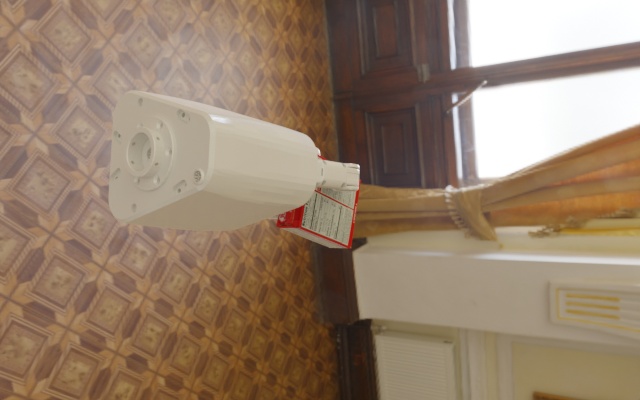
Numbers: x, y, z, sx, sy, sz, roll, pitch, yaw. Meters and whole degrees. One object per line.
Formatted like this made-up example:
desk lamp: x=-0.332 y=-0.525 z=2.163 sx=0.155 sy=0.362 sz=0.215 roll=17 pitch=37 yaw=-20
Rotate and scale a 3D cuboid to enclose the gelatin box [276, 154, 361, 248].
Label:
gelatin box: x=0.001 y=0.002 z=0.459 sx=0.030 sy=0.073 sz=0.089 roll=-2 pitch=-18 yaw=38
